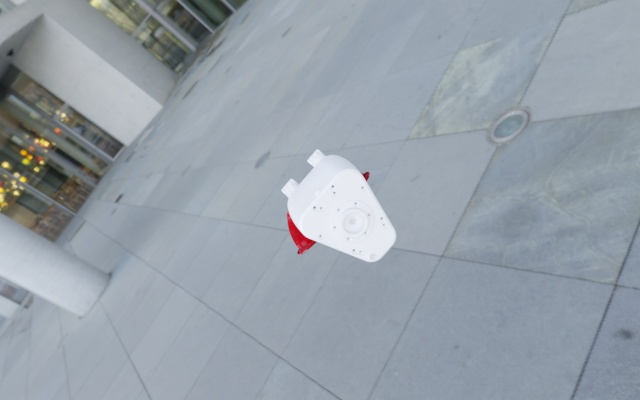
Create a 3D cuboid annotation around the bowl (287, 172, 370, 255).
[{"bbox_3d":[0.000,0.002,0.710,0.055,0.162,0.162,41,-4,-4],"label":"bowl"}]
